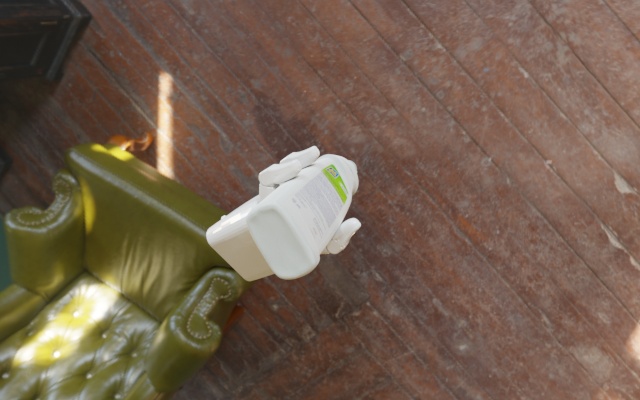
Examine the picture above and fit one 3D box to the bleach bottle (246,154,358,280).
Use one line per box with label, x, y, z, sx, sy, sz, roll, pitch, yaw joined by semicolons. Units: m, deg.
bleach bottle;0.000;0.002;0.656;0.068;0.102;0.250;-25;9;31
